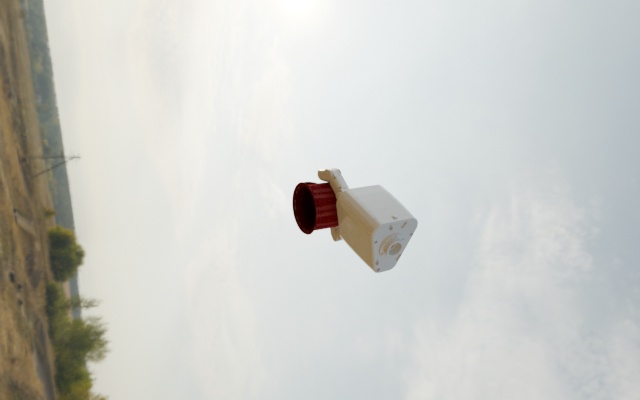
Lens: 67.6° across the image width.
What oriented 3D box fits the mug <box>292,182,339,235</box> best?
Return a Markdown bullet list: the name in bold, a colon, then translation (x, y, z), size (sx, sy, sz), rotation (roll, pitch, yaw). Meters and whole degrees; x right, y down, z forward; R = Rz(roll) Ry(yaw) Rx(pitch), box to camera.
- **mug**: translation (0.000, 0.002, 0.865), size (0.081, 0.093, 0.117), rotation (-8, 37, -29)
